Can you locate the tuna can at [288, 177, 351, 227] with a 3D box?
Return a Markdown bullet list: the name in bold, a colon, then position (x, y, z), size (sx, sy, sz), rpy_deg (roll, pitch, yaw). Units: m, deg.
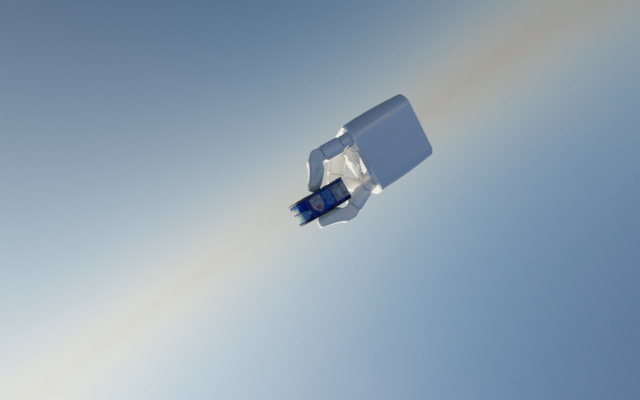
- **tuna can**: position (0.000, 0.003, 0.670), size (0.086, 0.034, 0.086), rpy_deg (-30, 0, 0)
